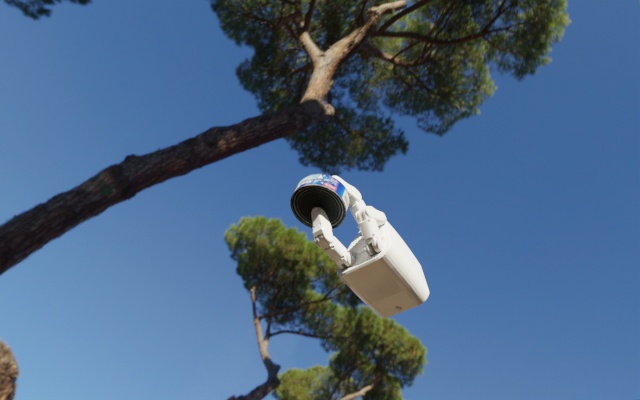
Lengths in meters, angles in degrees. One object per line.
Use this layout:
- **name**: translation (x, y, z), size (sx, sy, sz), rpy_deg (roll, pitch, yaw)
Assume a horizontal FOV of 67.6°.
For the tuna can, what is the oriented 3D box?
- **tuna can**: translation (0.000, 0.002, 0.720), size (0.086, 0.086, 0.033), rpy_deg (0, 37, 19)
